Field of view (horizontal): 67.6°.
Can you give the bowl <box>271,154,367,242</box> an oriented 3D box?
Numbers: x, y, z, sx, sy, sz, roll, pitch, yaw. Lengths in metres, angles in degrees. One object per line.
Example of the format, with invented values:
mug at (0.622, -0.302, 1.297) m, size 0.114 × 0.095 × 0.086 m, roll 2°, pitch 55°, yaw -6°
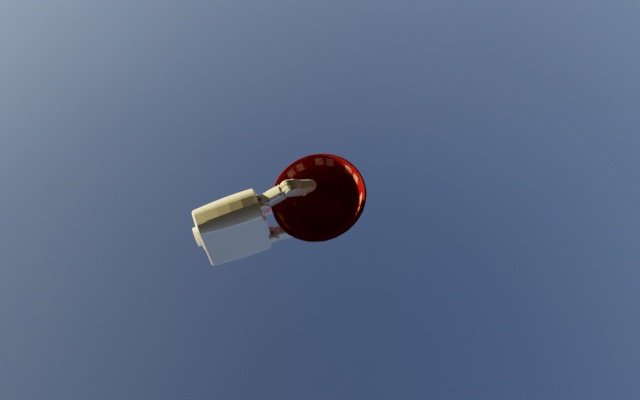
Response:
bowl at (0.002, 0.003, 0.815) m, size 0.162 × 0.162 × 0.055 m, roll 0°, pitch -24°, yaw 12°
